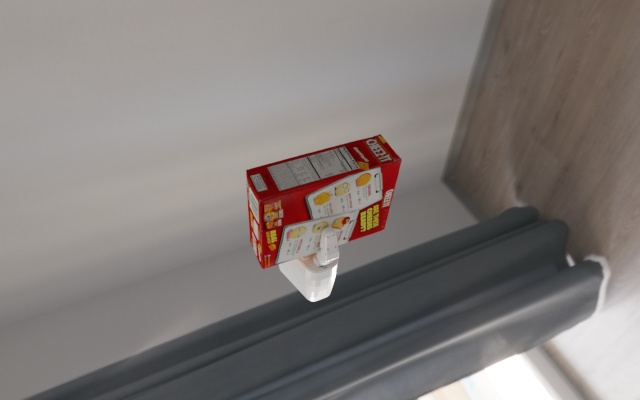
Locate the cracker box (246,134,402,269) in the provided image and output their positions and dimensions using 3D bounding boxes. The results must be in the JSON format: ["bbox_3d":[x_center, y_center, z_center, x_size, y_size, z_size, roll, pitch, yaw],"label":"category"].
[{"bbox_3d":[0.000,0.003,0.712,0.213,0.072,0.164,-17,-38,-18],"label":"cracker box"}]
